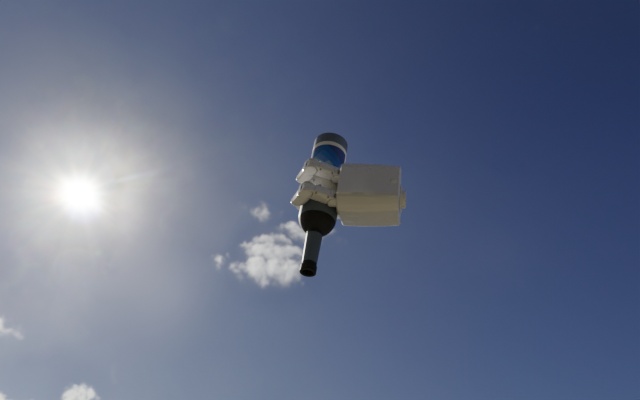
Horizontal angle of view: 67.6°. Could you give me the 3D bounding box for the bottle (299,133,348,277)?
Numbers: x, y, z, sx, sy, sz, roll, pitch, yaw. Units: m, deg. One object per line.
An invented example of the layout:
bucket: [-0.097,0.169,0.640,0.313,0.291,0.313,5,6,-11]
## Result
bottle: [0.000,0.003,0.859,0.069,0.295,0.069,6,-38,5]
